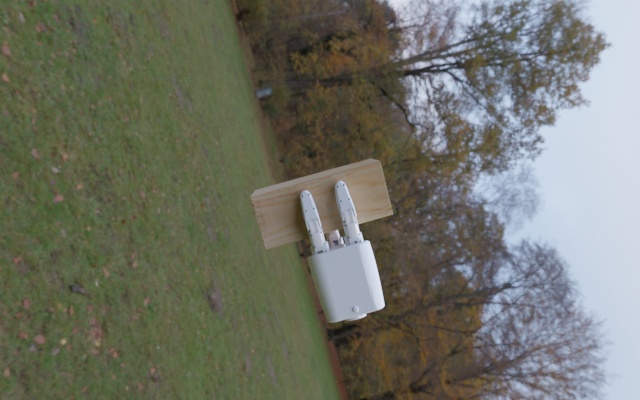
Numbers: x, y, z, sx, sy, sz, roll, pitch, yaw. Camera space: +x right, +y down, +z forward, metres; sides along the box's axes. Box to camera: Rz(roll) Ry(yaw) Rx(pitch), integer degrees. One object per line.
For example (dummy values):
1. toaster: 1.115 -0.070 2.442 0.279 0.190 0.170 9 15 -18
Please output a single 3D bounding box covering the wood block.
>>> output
1. wood block: 0.000 0.003 0.775 0.206 0.090 0.091 -15 7 -2
